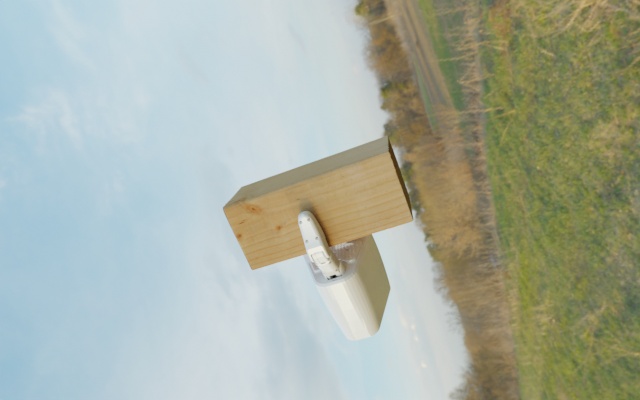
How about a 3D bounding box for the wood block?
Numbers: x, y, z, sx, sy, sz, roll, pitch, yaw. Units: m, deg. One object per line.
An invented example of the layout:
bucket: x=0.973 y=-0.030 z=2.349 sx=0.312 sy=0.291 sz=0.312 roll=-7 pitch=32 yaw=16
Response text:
wood block: x=0.000 y=0.002 z=0.591 sx=0.206 sy=0.090 sz=0.090 roll=-19 pitch=17 yaw=13
